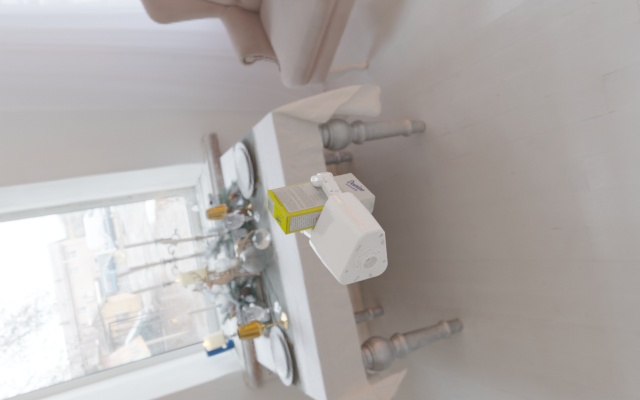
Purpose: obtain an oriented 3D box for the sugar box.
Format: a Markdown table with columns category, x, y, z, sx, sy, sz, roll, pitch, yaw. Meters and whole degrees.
| category | x | y | z | sx | sy | sz | roll | pitch | yaw |
| --- | --- | --- | --- | --- | --- | --- | --- | --- | --- |
| sugar box | 0.000 | 0.003 | 0.861 | 0.176 | 0.048 | 0.093 | -10 | 37 | -26 |
